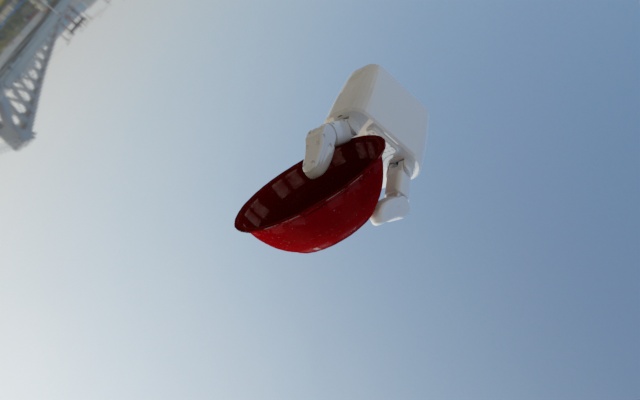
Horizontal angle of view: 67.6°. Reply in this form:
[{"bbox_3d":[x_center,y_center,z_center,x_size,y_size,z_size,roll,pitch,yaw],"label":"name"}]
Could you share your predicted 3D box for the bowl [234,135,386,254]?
[{"bbox_3d":[0.000,0.003,0.458,0.162,0.055,0.162,-27,18,10],"label":"bowl"}]
